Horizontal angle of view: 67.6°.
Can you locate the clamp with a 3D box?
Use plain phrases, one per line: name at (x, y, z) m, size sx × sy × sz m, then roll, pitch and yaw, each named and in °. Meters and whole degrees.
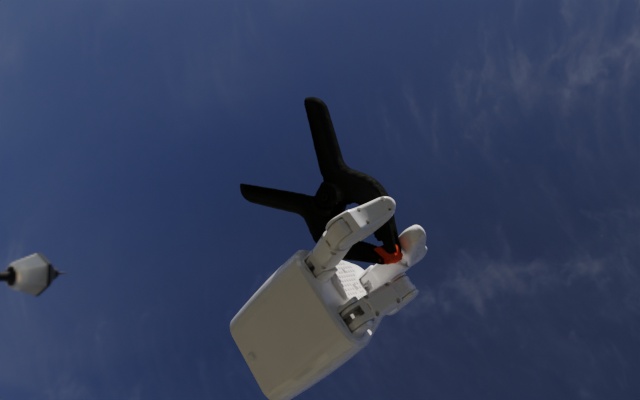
clamp at (0.001, 0.002, 0.438) m, size 0.120 × 0.171 × 0.039 m, roll -45°, pitch -24°, yaw 22°
